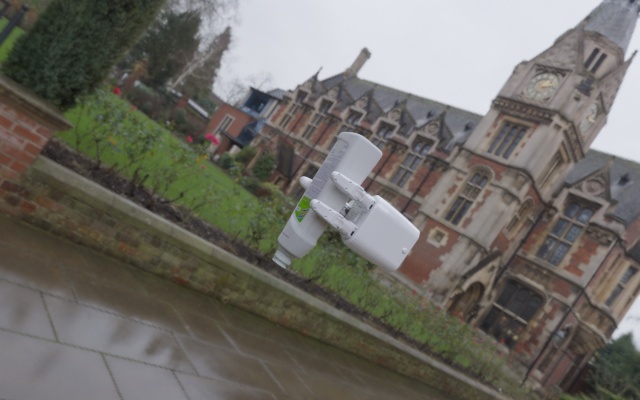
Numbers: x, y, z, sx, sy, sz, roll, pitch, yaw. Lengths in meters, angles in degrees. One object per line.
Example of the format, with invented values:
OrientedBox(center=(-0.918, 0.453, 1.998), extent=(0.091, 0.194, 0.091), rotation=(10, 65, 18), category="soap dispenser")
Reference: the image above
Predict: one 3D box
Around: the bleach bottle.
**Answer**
OrientedBox(center=(0.000, 0.003, 0.814), extent=(0.068, 0.251, 0.102), rotation=(36, -3, -20), category="bleach bottle")
